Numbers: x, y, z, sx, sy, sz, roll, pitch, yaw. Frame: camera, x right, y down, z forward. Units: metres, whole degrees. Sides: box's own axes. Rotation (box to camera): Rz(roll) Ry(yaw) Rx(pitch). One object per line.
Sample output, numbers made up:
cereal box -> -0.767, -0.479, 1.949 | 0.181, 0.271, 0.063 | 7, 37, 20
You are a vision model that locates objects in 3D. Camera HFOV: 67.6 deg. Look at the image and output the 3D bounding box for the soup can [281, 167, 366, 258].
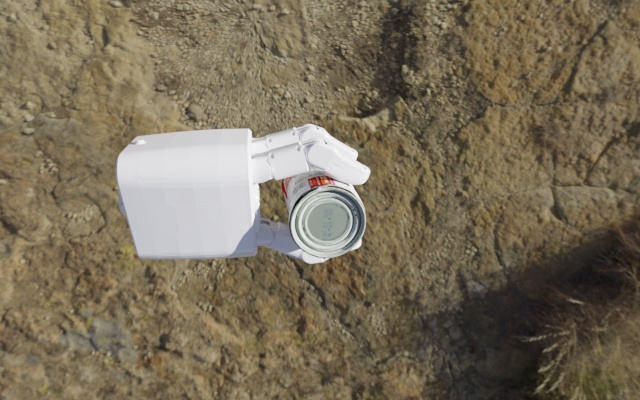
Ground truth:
soup can -> 0.001, 0.002, 0.445 | 0.068, 0.068, 0.102 | 0, 21, -8
